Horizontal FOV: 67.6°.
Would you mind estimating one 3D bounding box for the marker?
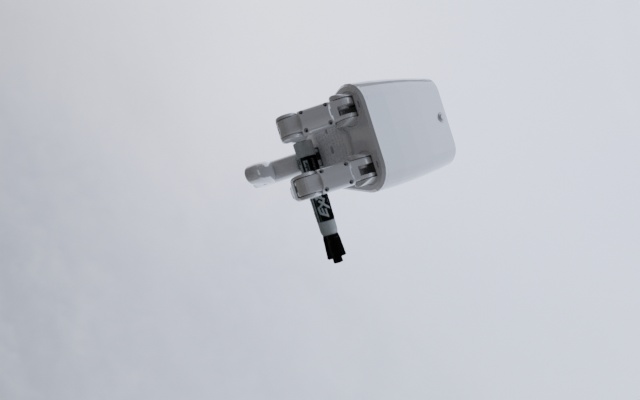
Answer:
[{"bbox_3d":[0.000,0.002,0.457,0.020,0.121,0.020,-17,0,0],"label":"marker"}]
